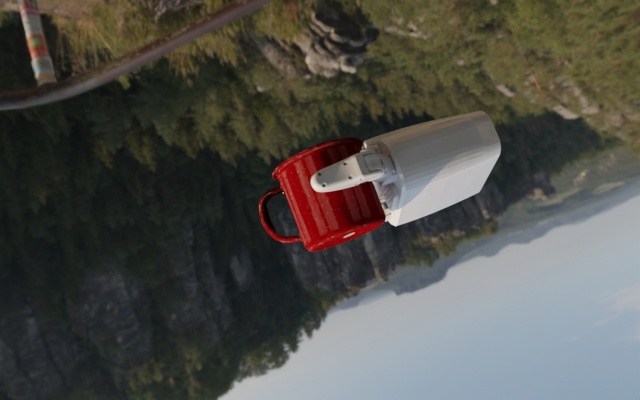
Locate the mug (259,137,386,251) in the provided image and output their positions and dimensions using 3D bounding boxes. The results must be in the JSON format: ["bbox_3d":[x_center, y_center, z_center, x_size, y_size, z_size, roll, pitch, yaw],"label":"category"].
[{"bbox_3d":[-0.001,0.002,0.453,0.117,0.081,0.093,-20,-11,-5],"label":"mug"}]
